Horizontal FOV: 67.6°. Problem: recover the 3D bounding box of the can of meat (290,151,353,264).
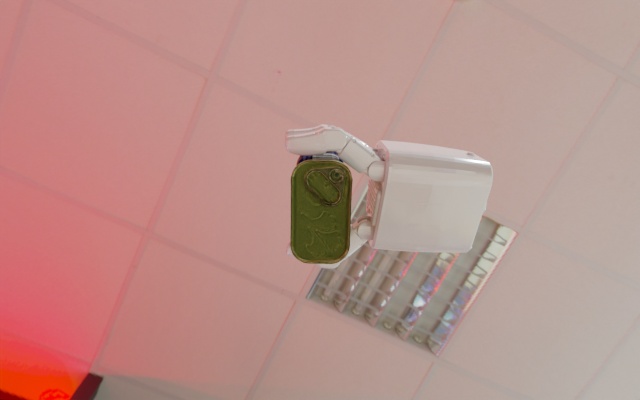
[{"bbox_3d":[0.000,0.002,0.488,0.057,0.102,0.084,1,15,-1],"label":"can of meat"}]
